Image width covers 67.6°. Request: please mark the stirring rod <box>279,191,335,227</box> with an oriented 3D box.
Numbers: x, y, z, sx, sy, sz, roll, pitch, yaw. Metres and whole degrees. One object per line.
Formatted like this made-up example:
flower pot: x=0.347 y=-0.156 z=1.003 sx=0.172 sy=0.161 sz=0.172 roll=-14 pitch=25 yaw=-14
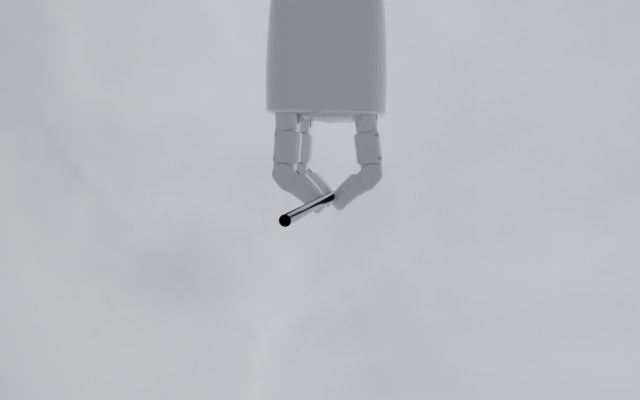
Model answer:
stirring rod: x=0.000 y=0.001 z=0.412 sx=0.011 sy=0.011 sz=0.239 roll=0 pitch=5 yaw=11
